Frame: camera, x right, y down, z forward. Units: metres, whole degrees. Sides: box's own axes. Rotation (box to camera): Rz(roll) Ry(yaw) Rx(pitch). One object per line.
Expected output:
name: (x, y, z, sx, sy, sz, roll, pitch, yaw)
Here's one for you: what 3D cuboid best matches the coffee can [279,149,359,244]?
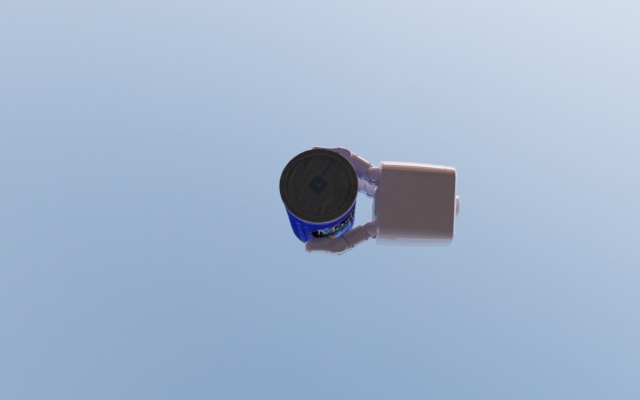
coffee can: (0.000, 0.002, 0.677, 0.103, 0.102, 0.140, 0, -19, 2)
